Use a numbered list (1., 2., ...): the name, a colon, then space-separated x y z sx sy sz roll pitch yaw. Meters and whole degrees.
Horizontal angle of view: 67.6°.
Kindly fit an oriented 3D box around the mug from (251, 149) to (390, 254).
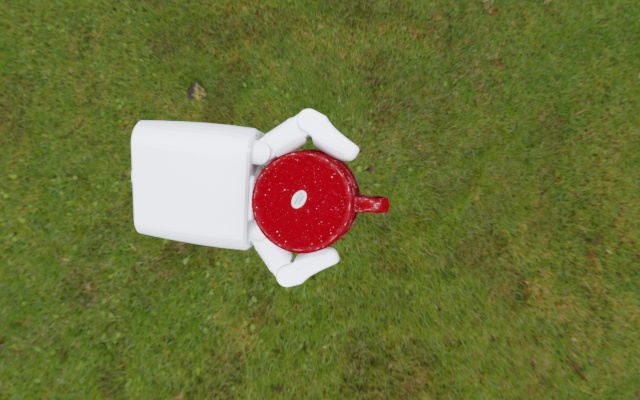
1. mug: 0.001 0.002 0.407 0.117 0.093 0.081 6 3 4
